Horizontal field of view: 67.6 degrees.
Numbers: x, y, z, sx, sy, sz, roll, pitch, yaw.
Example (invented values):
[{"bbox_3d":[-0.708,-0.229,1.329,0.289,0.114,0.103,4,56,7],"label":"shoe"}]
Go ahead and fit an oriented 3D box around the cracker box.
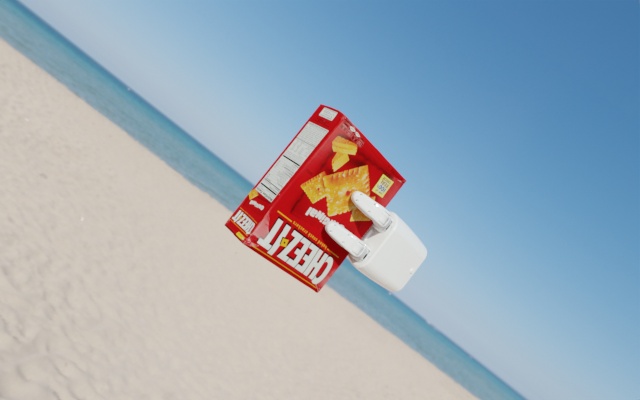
[{"bbox_3d":[0.000,0.002,0.670,0.164,0.213,0.072,41,-4,-39],"label":"cracker box"}]
